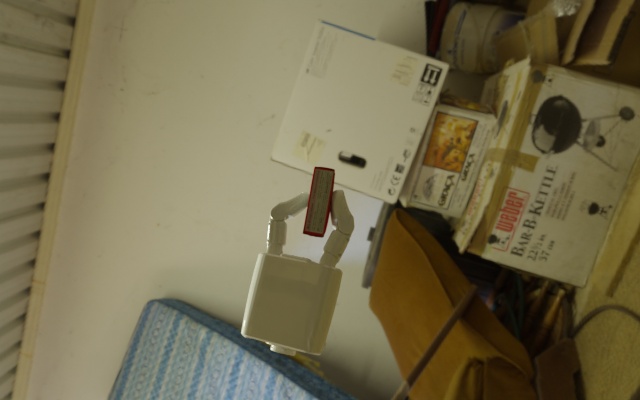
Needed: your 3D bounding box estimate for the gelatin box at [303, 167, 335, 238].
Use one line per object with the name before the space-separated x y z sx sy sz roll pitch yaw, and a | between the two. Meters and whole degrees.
gelatin box | 0.000 0.002 0.634 0.030 0.089 0.073 9 0 2
